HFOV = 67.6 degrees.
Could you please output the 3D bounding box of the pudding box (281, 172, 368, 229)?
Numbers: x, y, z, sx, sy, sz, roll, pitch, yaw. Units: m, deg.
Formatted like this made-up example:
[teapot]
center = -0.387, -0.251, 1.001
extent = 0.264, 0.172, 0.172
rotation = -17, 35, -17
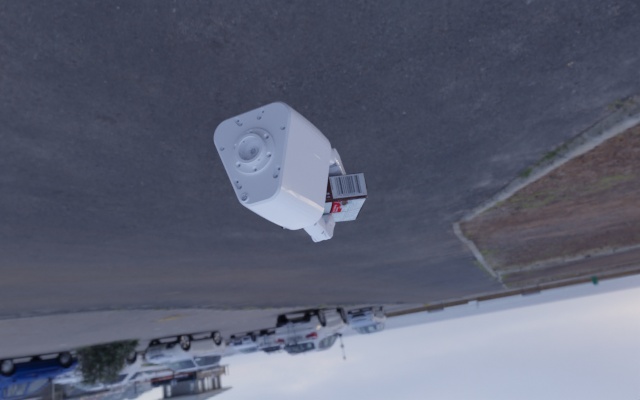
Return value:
[pudding box]
center = 0.000, 0.002, 0.640
extent = 0.113, 0.039, 0.090
rotation = -5, -20, -8
